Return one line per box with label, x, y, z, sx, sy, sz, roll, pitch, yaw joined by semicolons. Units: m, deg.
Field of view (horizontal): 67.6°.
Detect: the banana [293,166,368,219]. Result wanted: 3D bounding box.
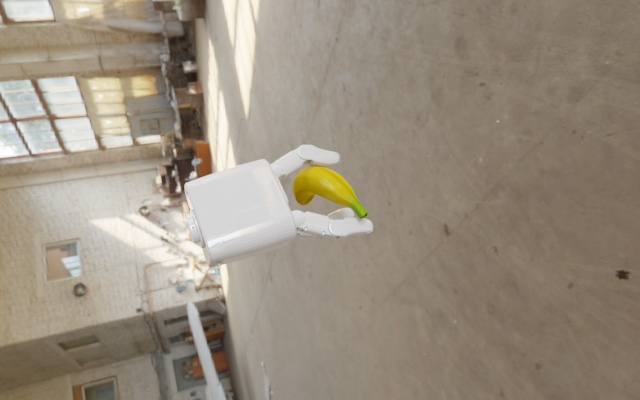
banana;-0.005;-0.015;0.651;0.037;0.070;0.198;-25;15;-19
